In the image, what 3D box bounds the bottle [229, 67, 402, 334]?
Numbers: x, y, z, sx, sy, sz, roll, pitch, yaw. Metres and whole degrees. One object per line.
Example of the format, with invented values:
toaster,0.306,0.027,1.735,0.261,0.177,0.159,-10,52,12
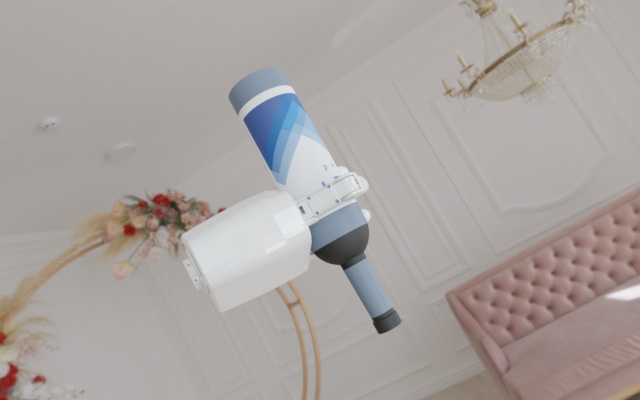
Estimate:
bottle,0.000,0.001,0.503,0.069,0.295,0.069,-29,-7,-4
